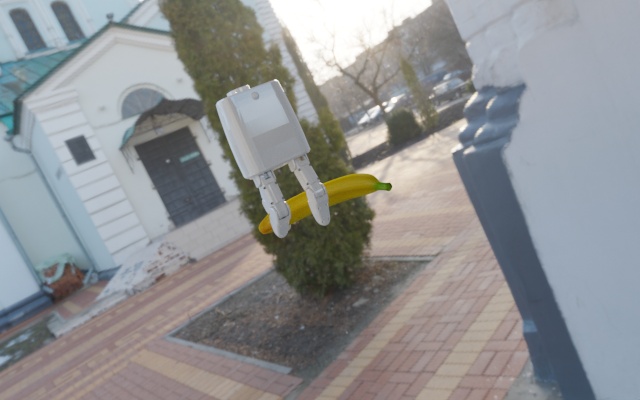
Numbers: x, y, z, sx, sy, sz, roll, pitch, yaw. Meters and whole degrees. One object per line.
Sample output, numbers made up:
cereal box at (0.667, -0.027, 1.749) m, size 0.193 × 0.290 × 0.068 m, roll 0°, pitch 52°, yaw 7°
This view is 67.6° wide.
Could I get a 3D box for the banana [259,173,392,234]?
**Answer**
banana at (0.002, -0.002, 0.699) m, size 0.198 × 0.037 × 0.069 m, roll -21°, pitch 10°, yaw -1°
